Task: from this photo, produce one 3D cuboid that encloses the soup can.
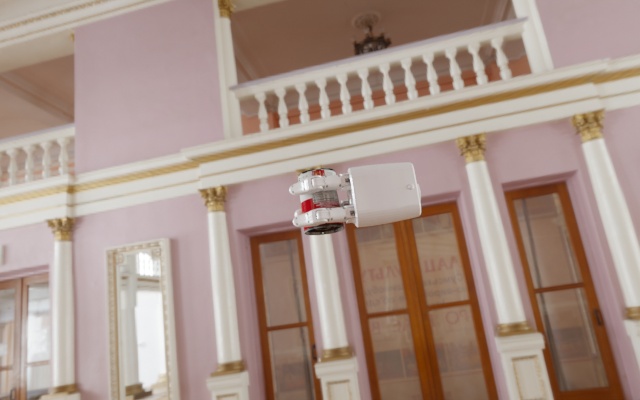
[{"bbox_3d":[0.000,0.002,0.813,0.068,0.102,0.068,-7,-14,-2],"label":"soup can"}]
